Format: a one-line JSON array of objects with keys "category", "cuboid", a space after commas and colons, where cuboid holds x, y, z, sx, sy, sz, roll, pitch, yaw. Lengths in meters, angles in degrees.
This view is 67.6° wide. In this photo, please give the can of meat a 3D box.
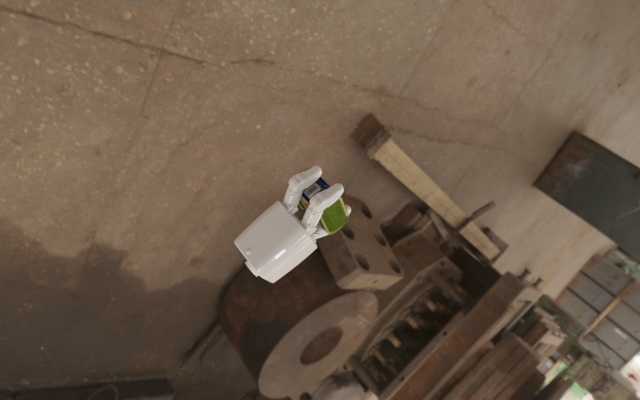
[{"category": "can of meat", "cuboid": [0.000, 0.003, 0.849, 0.084, 0.057, 0.102, 46, -10, 33]}]
